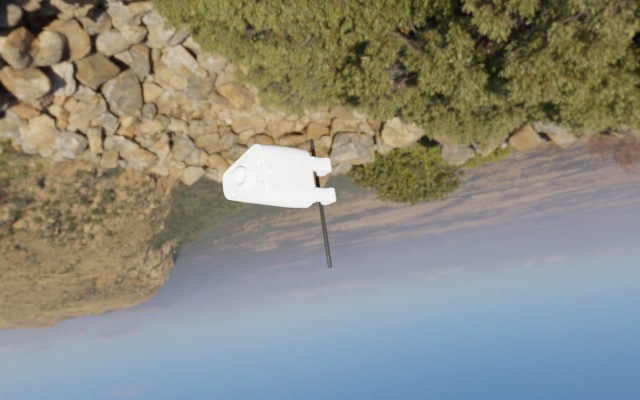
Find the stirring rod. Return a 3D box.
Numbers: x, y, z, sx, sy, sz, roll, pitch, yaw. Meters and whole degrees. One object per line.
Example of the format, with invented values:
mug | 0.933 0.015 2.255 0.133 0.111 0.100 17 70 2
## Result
stirring rod | 0.000 0.003 0.872 0.011 0.239 0.011 -8 -10 -1
